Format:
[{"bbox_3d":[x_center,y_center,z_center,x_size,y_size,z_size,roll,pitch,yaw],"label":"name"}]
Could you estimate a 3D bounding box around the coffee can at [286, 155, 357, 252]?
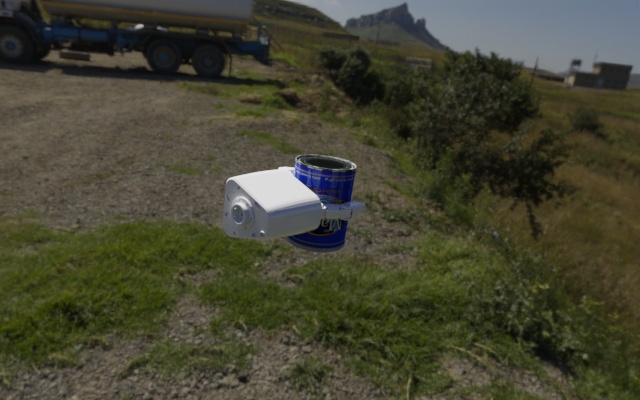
[{"bbox_3d":[0.000,0.003,0.804,0.103,0.140,0.102,7,17,-2],"label":"coffee can"}]
